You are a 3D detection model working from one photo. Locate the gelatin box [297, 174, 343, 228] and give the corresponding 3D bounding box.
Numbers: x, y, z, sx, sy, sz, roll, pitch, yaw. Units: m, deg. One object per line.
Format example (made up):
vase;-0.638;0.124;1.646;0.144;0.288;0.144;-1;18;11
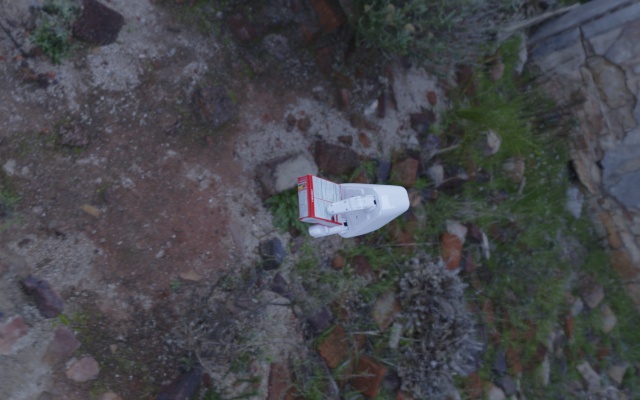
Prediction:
gelatin box;0.000;0.002;0.795;0.030;0.073;0.089;-14;-19;35
